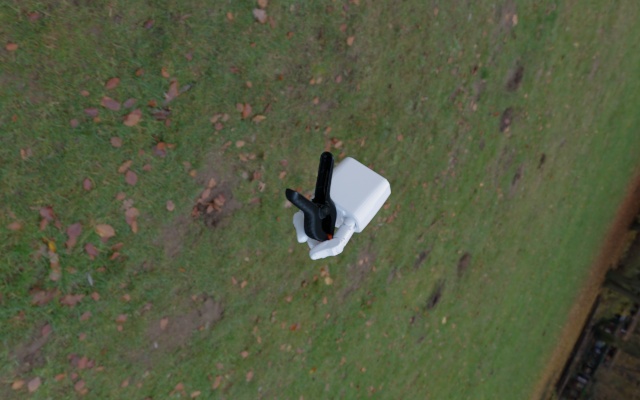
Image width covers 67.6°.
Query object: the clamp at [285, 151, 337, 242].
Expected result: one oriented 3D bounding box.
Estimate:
[{"bbox_3d":[0.001,0.003,0.824,0.039,0.120,0.172,25,-30,32],"label":"clamp"}]
